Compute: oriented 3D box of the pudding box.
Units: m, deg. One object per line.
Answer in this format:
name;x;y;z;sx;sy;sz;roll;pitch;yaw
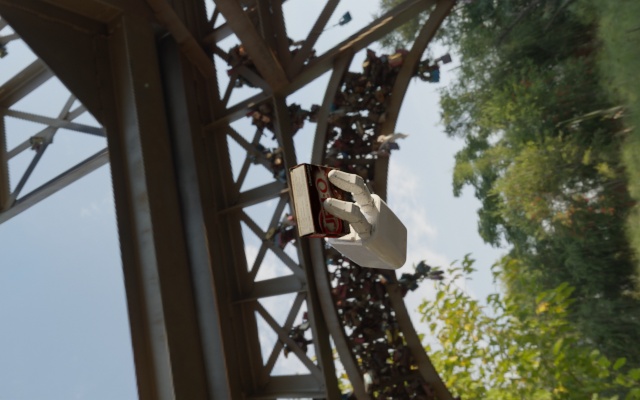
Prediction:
pudding box;0.000;0.003;0.751;0.039;0.113;0.090;-21;-16;36
